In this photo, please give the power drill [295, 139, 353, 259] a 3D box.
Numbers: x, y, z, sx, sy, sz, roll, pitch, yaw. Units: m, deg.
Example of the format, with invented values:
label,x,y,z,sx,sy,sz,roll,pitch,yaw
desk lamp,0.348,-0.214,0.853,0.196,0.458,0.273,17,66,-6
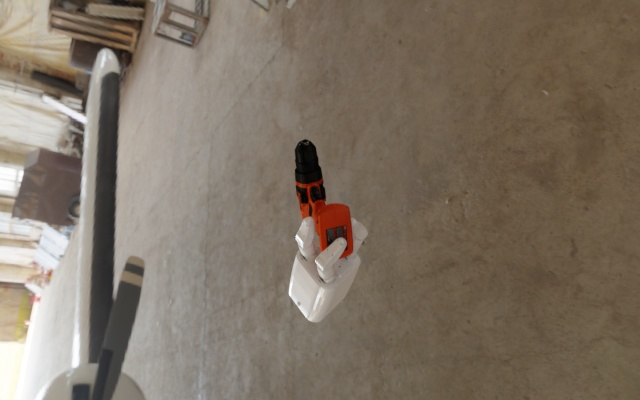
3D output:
label,x,y,z,sx,sy,sz,roll,pitch,yaw
power drill,0.000,0.003,0.841,0.057,0.184,0.187,-14,30,-10
